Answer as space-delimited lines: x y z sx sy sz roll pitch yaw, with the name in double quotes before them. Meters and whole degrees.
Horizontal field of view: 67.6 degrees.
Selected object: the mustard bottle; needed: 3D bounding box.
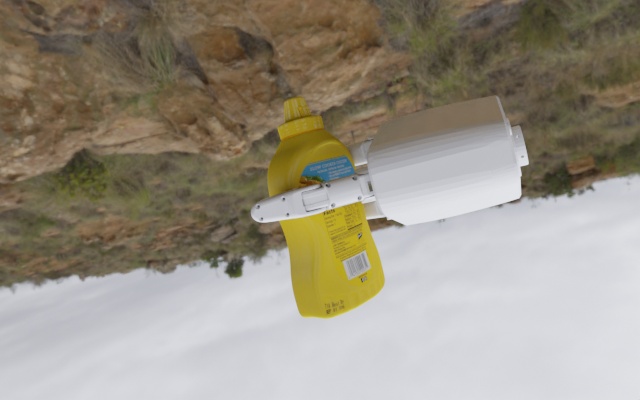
"mustard bottle" 0.000 0.002 0.433 0.058 0.191 0.096 -11 5 45
